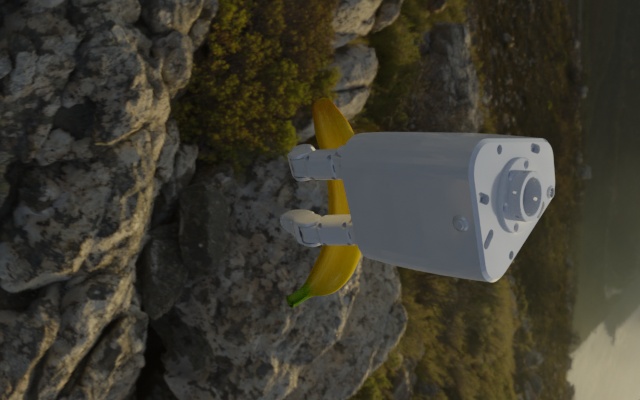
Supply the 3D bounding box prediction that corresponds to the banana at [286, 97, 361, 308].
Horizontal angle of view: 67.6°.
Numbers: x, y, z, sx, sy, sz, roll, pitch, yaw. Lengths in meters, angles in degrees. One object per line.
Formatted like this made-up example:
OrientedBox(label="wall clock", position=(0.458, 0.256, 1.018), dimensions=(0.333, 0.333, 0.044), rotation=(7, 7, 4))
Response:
OrientedBox(label="banana", position=(0.015, 0.006, 0.452), dimensions=(0.069, 0.198, 0.037), rotation=(4, 5, -37))
